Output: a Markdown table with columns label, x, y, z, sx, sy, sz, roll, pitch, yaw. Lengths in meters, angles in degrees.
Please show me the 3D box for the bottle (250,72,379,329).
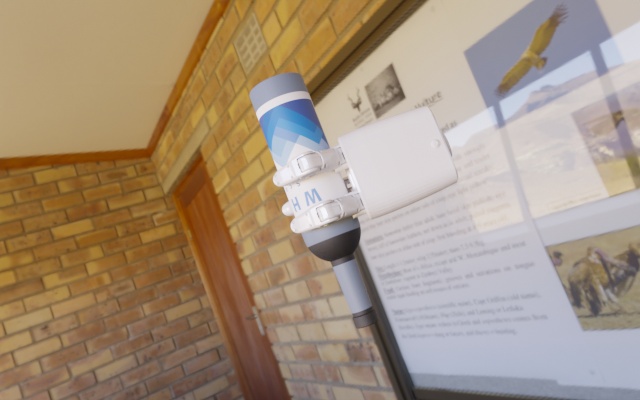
| label | x | y | z | sx | sy | sz | roll | pitch | yaw |
| --- | --- | --- | --- | --- | --- | --- | --- | --- | --- |
| bottle | 0.000 | 0.002 | 0.549 | 0.069 | 0.295 | 0.069 | -21 | -6 | -2 |
